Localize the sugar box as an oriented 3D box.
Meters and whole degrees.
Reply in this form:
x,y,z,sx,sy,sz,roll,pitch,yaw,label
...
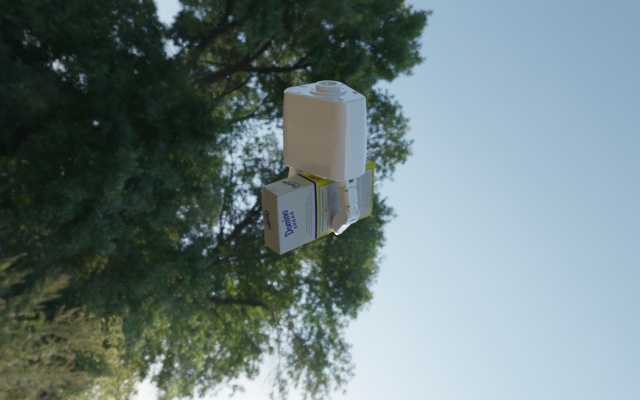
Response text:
x,y,z,sx,sy,sz,roll,pitch,yaw,label
0.000,0.002,0.688,0.176,0.093,0.048,-18,32,-32,sugar box
